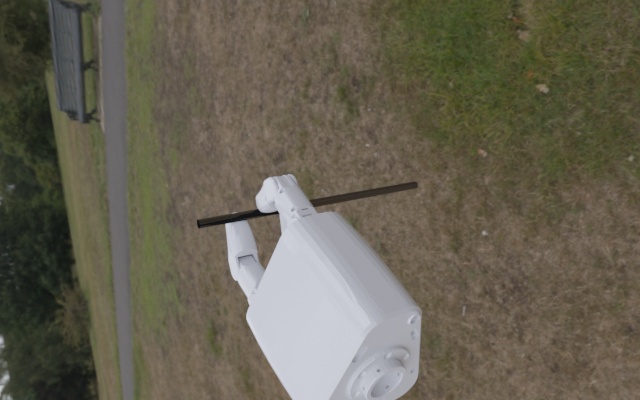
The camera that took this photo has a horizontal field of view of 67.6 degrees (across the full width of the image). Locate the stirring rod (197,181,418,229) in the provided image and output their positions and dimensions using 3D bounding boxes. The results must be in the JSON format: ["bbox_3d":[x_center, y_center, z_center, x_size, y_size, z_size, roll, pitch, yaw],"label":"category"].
[{"bbox_3d":[0.000,0.002,0.463,0.239,0.011,0.011,-10,5,-29],"label":"stirring rod"}]
